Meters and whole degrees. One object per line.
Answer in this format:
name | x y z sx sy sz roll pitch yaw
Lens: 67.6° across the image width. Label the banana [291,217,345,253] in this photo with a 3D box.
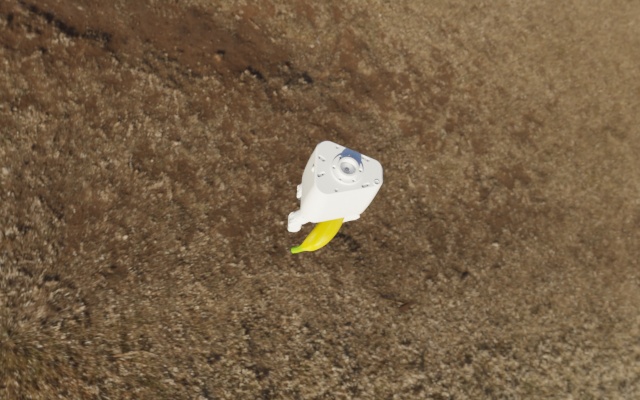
banana | 0.015 0.011 0.849 0.069 0.197 0.037 19 -22 19
